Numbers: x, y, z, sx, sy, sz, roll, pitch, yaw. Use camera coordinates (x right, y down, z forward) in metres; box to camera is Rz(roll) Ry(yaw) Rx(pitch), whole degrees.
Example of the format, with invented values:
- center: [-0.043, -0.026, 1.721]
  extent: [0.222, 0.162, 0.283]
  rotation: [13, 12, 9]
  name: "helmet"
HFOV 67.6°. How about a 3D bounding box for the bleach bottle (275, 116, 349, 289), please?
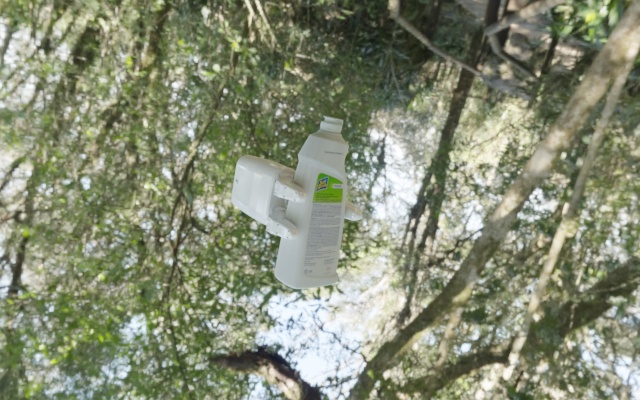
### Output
- center: [0.000, 0.002, 0.712]
  extent: [0.102, 0.251, 0.068]
  rotation: [0, 17, -44]
  name: "bleach bottle"
